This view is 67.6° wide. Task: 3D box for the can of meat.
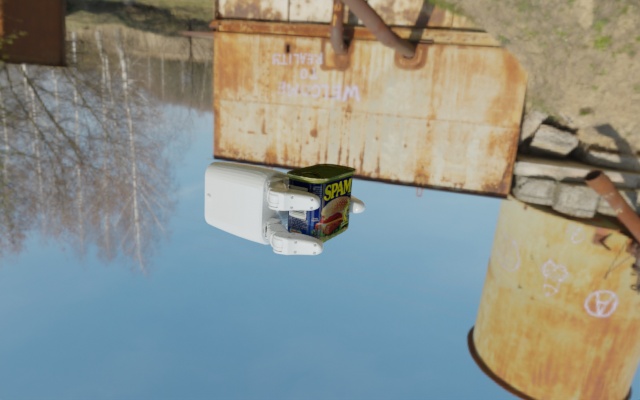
[{"bbox_3d":[0.000,0.002,0.614,0.057,0.084,0.102,12,17,29],"label":"can of meat"}]
